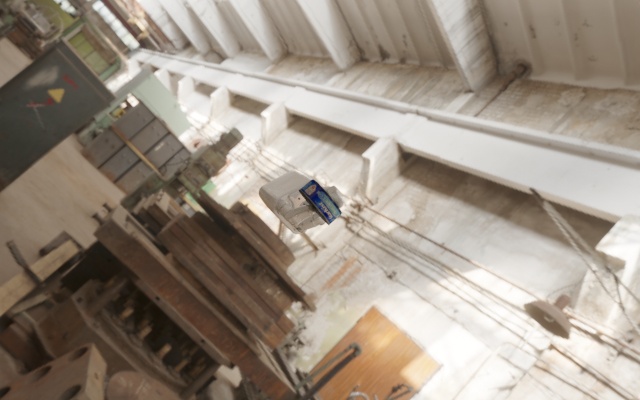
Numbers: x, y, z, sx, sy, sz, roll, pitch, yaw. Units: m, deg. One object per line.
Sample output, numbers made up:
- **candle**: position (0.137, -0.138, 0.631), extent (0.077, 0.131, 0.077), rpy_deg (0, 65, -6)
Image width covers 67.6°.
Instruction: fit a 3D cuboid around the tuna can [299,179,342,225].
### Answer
- **tuna can**: position (0.001, 0.003, 0.871), extent (0.034, 0.086, 0.086), rpy_deg (-41, 4, -5)
